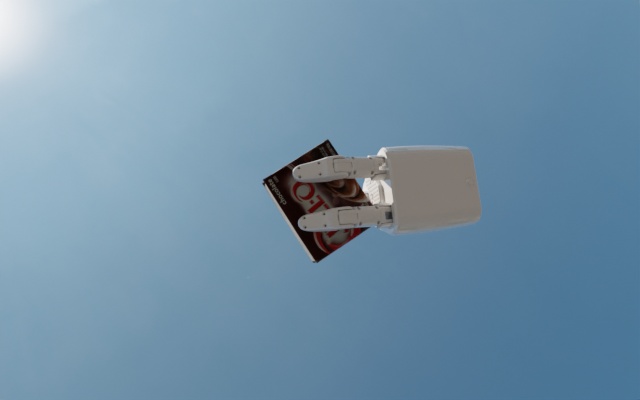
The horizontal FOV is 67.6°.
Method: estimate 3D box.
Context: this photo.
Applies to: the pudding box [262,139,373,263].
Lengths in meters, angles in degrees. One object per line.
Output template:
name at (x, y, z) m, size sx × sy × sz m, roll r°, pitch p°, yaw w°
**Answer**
pudding box at (0.000, 0.002, 0.547) m, size 0.090 × 0.113 × 0.039 m, roll -33°, pitch -3°, yaw -13°
